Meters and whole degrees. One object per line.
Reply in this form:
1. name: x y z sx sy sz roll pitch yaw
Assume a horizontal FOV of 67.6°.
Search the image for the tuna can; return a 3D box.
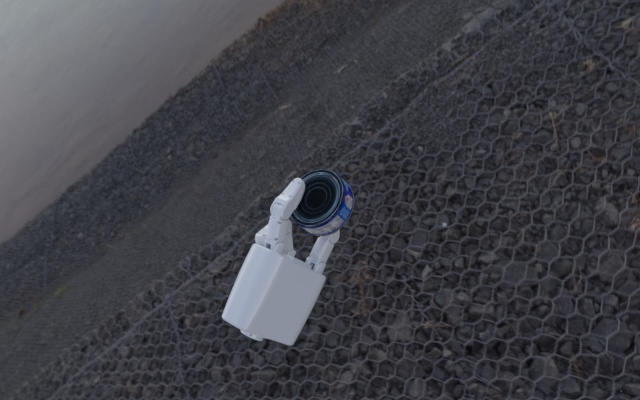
1. tuna can: 0.000 0.002 0.637 0.086 0.086 0.034 0 -24 31
